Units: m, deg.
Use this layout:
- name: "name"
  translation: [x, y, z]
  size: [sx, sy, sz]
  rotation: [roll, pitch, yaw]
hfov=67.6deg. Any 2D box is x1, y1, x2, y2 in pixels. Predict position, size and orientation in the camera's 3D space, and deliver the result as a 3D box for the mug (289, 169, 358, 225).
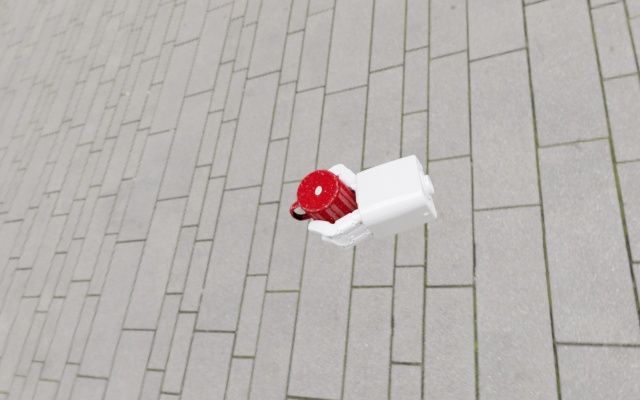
- name: "mug"
  translation: [-0.001, 0.003, 0.828]
  size: [0.117, 0.093, 0.081]
  rotation: [-21, -32, 17]
